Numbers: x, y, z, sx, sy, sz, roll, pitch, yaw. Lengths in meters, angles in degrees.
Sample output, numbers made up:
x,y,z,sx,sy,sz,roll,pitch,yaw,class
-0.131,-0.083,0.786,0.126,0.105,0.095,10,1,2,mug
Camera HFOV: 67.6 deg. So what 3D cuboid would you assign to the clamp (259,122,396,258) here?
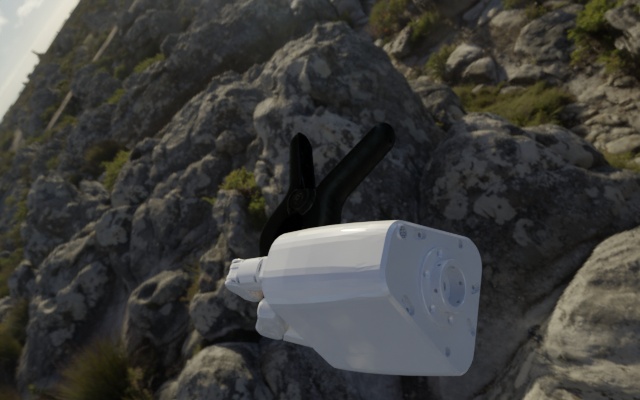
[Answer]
x,y,z,sx,sy,sz,roll,pitch,yaw,class
0.000,0.001,0.412,0.120,0.171,0.039,-13,-37,45,clamp
